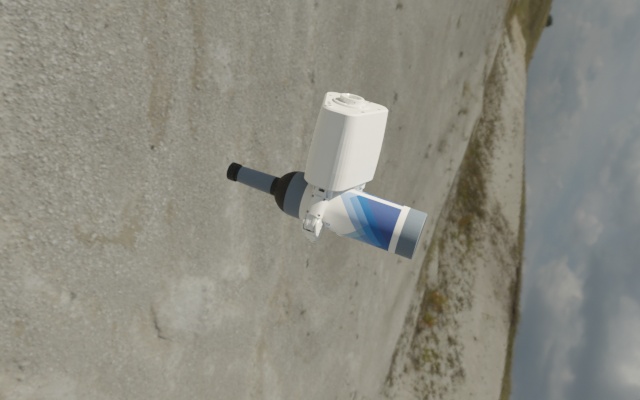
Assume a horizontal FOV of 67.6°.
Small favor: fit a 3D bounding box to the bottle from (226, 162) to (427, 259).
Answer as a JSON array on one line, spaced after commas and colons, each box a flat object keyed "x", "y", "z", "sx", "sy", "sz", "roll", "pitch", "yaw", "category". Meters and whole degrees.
[{"x": 0.000, "y": 0.002, "z": 0.684, "sx": 0.295, "sy": 0.069, "sz": 0.069, "roll": 19, "pitch": 5, "yaw": 14, "category": "bottle"}]
